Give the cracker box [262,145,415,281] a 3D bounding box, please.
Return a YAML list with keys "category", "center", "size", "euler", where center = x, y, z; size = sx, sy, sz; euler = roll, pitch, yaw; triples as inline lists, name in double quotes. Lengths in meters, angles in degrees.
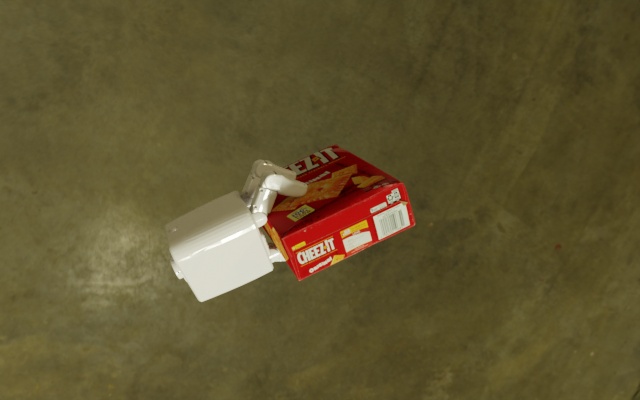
- category: "cracker box"
  center: [0.000, 0.002, 0.651]
  size: [0.164, 0.072, 0.213]
  euler: [-24, 26, -12]
